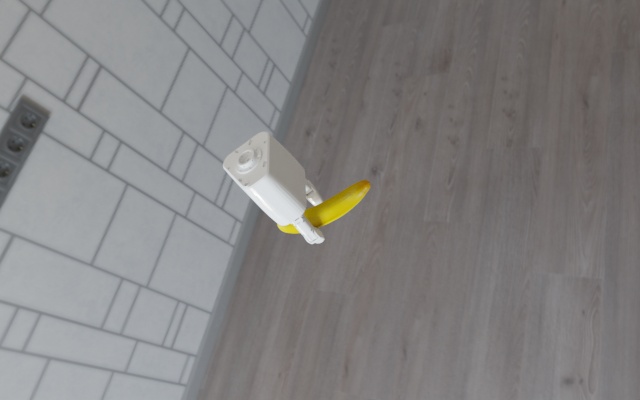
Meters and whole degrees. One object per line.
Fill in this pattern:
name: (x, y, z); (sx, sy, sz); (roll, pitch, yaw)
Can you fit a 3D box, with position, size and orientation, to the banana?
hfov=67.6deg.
banana: (-0.004, 0.017, 0.831); (0.198, 0.069, 0.037); (-20, -48, 24)
